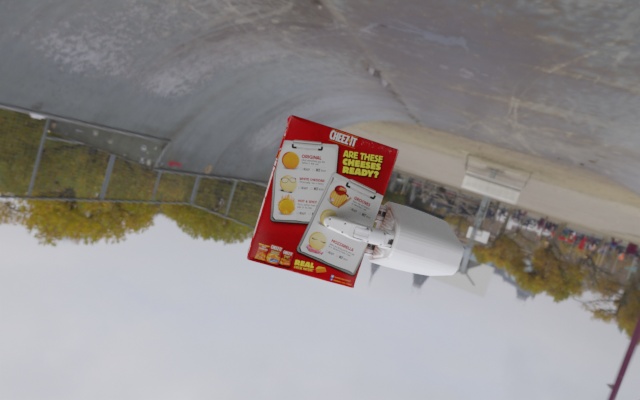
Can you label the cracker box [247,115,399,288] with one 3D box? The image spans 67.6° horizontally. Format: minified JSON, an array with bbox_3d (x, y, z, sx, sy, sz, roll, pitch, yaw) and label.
[{"bbox_3d":[0.000,0.002,0.704,0.164,0.214,0.072,17,5,-11],"label":"cracker box"}]
